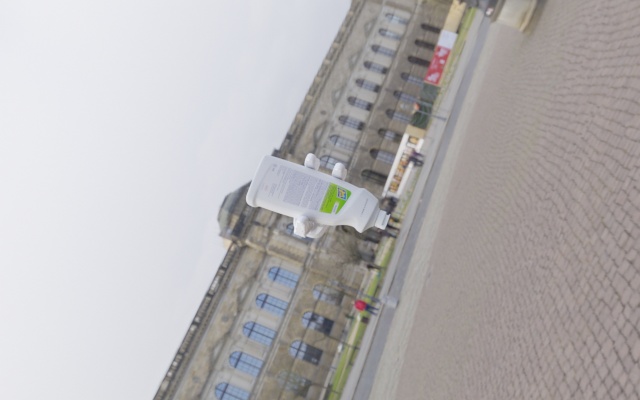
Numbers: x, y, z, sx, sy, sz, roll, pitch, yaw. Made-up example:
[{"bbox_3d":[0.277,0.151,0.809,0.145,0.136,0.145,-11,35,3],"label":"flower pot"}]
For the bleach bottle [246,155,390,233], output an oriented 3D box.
[{"bbox_3d":[0.000,0.003,0.867,0.251,0.102,0.068,20,-5,7],"label":"bleach bottle"}]
